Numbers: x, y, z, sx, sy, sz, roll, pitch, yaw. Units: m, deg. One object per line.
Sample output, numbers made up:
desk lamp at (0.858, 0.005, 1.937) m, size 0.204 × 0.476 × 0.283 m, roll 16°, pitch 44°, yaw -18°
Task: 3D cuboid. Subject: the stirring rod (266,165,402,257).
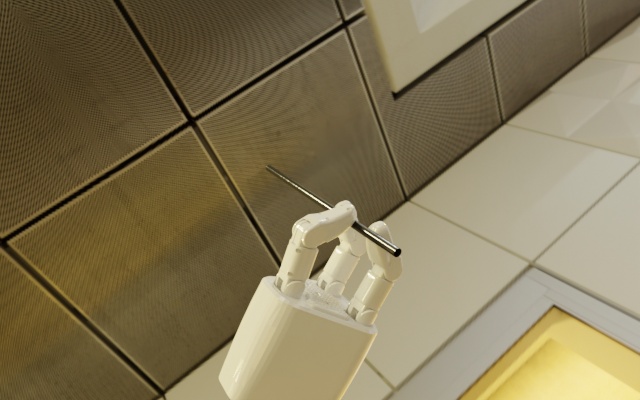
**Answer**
stirring rod at (0.000, 0.002, 0.478) m, size 0.011 × 0.011 × 0.239 m, roll 0°, pitch 20°, yaw -33°
